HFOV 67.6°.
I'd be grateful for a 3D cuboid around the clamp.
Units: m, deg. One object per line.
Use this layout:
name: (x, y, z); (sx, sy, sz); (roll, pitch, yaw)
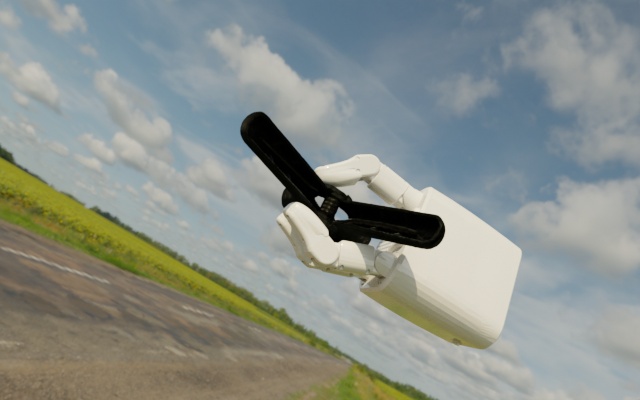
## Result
clamp: (0.001, 0.001, 0.422); (0.164, 0.036, 0.210); (34, -15, -3)
